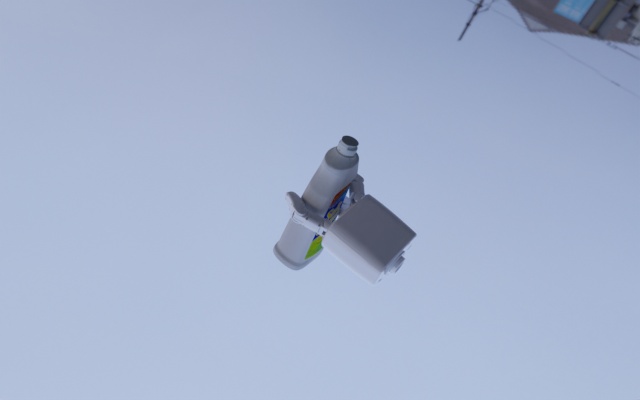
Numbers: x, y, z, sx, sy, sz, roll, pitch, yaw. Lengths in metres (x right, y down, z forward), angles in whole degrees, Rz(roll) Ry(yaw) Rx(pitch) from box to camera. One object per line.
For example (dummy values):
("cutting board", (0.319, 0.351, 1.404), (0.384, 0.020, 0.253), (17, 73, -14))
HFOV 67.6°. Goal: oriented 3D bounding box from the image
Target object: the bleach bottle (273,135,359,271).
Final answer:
("bleach bottle", (0.000, 0.003, 0.798), (0.068, 0.251, 0.102), (38, 40, 18))
